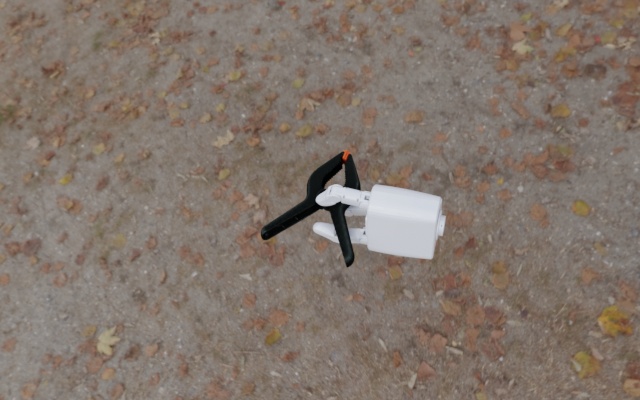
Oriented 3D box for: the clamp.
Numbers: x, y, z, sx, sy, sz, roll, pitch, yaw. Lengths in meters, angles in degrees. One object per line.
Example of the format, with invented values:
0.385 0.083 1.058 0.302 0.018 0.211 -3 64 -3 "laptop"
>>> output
0.000 0.002 0.811 0.164 0.210 0.036 10 -28 15 "clamp"
